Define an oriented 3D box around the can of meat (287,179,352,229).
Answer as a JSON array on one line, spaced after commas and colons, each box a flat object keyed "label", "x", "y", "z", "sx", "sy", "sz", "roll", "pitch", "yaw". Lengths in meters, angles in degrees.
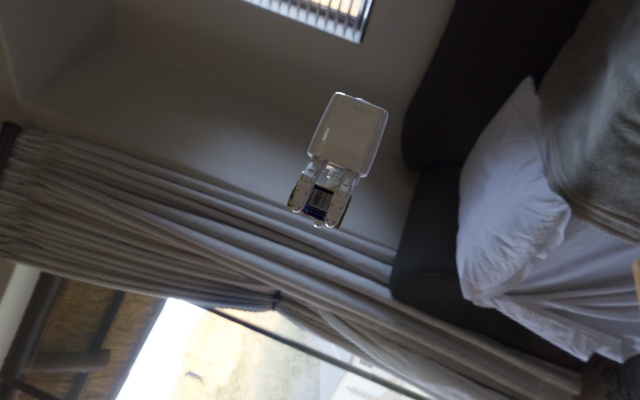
[{"label": "can of meat", "x": 0.000, "y": 0.002, "z": 0.758, "sx": 0.084, "sy": 0.057, "sz": 0.102, "roll": 22, "pitch": 2, "yaw": 6}]
